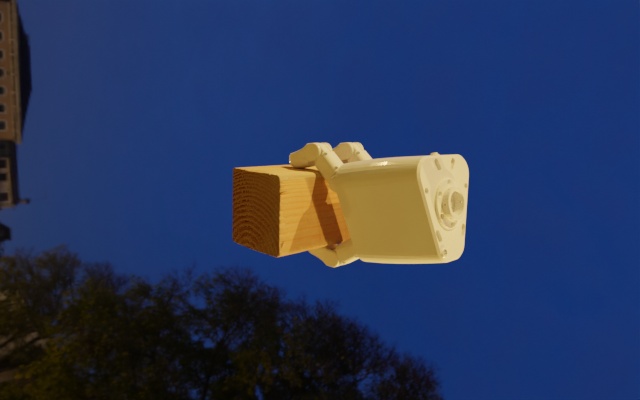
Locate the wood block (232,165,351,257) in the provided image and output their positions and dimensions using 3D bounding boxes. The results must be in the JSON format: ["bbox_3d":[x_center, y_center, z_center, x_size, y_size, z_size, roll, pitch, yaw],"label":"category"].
[{"bbox_3d":[0.000,0.002,0.599,0.206,0.091,0.090,-7,13,-44],"label":"wood block"}]
